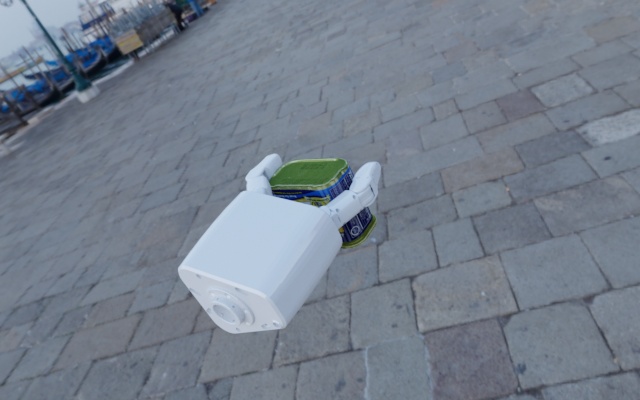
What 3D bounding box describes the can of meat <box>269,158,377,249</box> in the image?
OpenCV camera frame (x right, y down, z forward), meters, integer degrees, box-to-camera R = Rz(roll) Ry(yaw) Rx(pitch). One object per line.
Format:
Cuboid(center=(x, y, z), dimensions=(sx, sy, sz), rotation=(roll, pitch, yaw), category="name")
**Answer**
Cuboid(center=(0.000, 0.001, 0.528), dimensions=(0.102, 0.084, 0.057), rotation=(1, 40, 40), category="can of meat")
